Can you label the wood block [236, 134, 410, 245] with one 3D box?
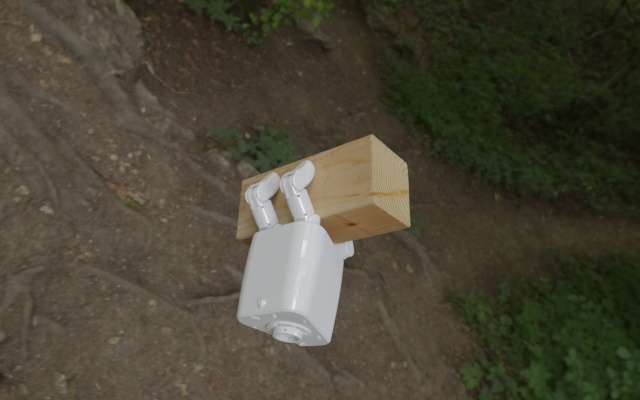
[{"bbox_3d":[0.000,0.002,0.611,0.206,0.090,0.091,-16,-30,33],"label":"wood block"}]
